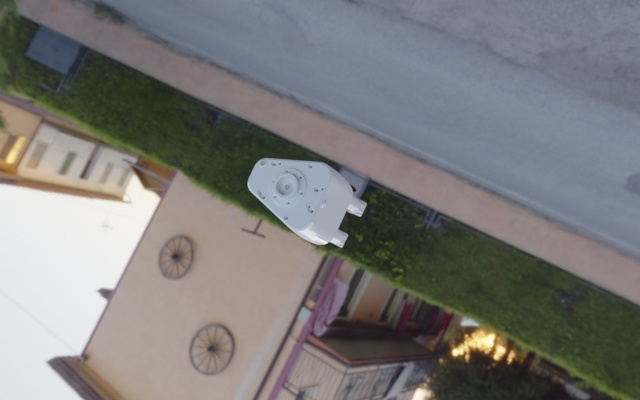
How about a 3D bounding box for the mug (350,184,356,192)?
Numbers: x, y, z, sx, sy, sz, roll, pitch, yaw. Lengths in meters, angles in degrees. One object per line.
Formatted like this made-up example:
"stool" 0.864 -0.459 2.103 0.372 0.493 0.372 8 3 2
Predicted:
"mug" 0.000 0.003 0.751 0.093 0.081 0.117 25 -5 21
